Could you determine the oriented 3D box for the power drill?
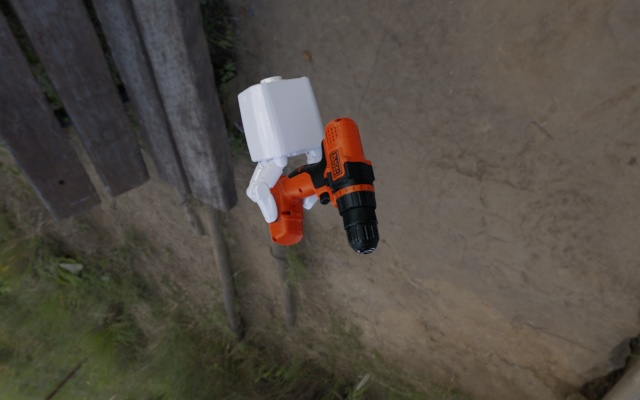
[{"bbox_3d":[0.000,0.002,0.666,0.057,0.184,0.188,8,-25,-41],"label":"power drill"}]
